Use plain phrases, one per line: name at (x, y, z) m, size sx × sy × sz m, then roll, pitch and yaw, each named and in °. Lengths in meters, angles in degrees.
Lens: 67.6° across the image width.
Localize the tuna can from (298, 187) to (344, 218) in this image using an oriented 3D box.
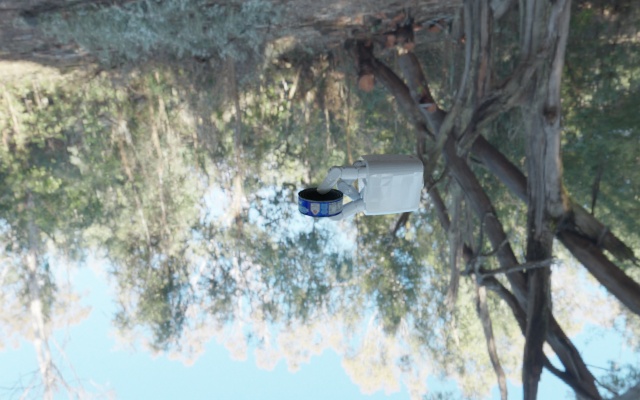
tuna can at (0.000, 0.003, 0.892) m, size 0.086 × 0.034 × 0.086 m, roll 1°, pitch 18°, yaw 0°
